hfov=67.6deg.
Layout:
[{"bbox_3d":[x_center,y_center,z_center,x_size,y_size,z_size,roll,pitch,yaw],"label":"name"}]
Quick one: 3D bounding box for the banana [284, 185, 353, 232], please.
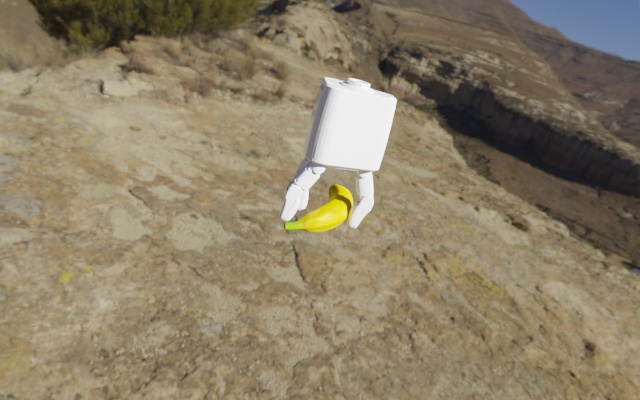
[{"bbox_3d":[0.016,0.009,0.750,0.069,0.037,0.197,18,22,17],"label":"banana"}]
